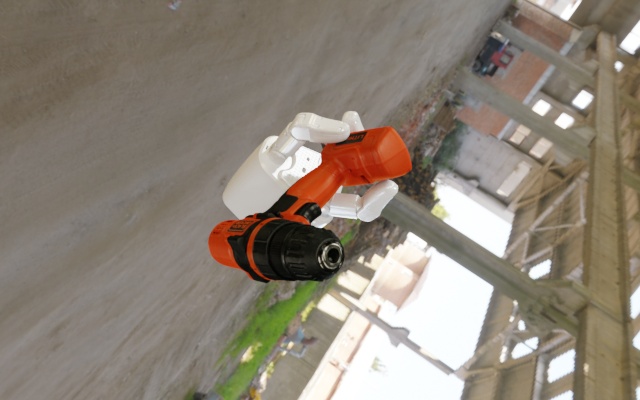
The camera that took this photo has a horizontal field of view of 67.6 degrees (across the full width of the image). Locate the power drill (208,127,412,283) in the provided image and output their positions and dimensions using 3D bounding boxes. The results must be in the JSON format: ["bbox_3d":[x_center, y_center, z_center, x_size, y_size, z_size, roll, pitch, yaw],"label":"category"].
[{"bbox_3d":[0.000,0.001,0.441,0.187,0.057,0.184,-39,23,-30],"label":"power drill"}]
